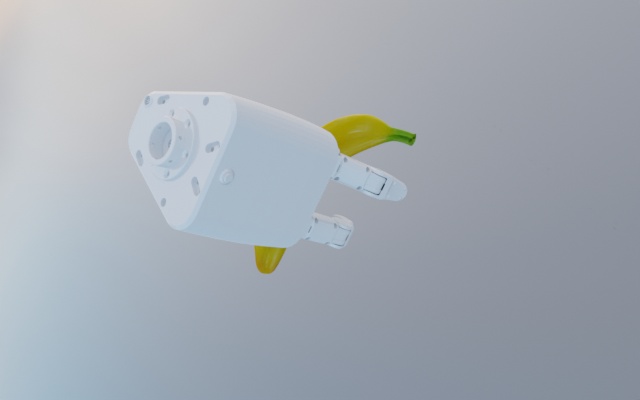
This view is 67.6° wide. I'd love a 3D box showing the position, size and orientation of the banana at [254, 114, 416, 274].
[{"bbox_3d":[-0.008,-0.015,0.441,0.198,0.069,0.037,-43,-20,19],"label":"banana"}]
